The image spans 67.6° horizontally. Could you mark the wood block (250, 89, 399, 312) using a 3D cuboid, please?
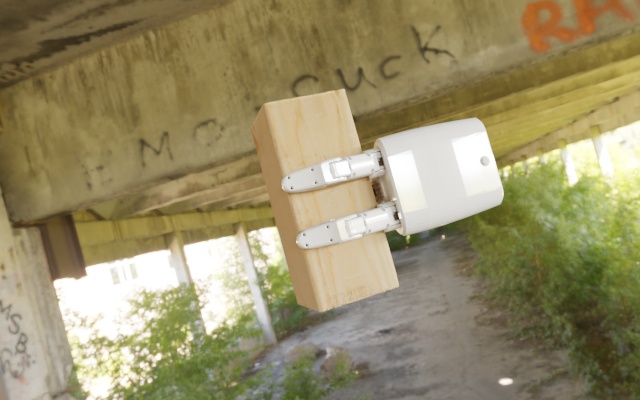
[{"bbox_3d":[0.000,0.001,0.506,0.090,0.206,0.091,-14,-3,-17],"label":"wood block"}]
